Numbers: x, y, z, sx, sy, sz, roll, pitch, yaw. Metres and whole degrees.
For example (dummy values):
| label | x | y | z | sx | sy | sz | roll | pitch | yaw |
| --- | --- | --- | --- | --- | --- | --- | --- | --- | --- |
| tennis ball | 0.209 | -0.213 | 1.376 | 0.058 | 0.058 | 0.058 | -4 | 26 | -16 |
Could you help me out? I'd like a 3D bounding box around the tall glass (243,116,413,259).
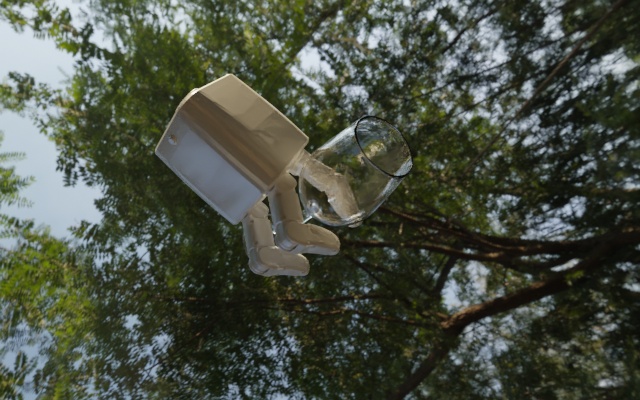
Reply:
| label | x | y | z | sx | sy | sz | roll | pitch | yaw |
| --- | --- | --- | --- | --- | --- | --- | --- | --- | --- |
| tall glass | 0.000 | 0.002 | 0.465 | 0.079 | 0.079 | 0.201 | 0 | -28 | -38 |
